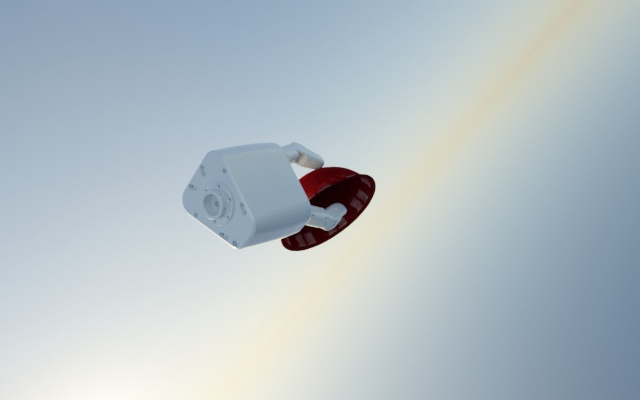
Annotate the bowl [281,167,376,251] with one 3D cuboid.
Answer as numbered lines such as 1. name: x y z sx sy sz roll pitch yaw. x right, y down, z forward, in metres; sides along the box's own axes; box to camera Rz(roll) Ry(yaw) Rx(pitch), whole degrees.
1. bowl: 0.001 0.002 0.696 0.162 0.055 0.162 -28 -27 -16
